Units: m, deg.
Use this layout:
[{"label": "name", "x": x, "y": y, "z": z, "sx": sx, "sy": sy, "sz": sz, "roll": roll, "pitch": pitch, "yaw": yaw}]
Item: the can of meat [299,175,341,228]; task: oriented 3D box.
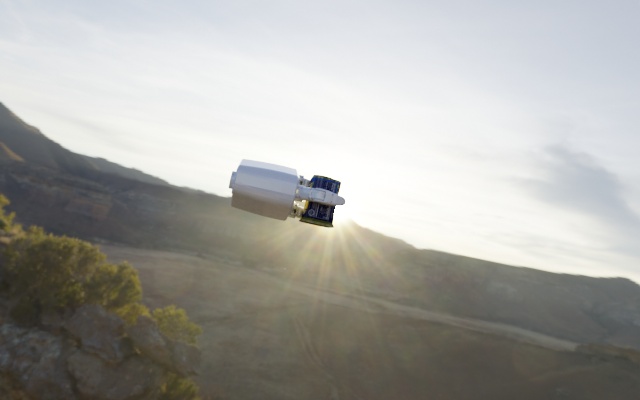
[{"label": "can of meat", "x": 0.000, "y": 0.002, "z": 0.858, "sx": 0.057, "sy": 0.084, "sz": 0.102, "roll": 13, "pitch": -5, "yaw": -6}]
